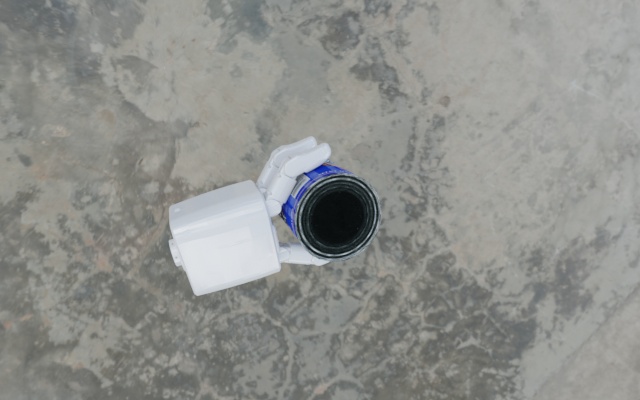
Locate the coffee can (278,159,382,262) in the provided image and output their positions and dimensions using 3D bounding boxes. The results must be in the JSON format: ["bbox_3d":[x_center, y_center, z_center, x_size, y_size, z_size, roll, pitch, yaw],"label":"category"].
[{"bbox_3d":[0.000,0.002,0.589,0.103,0.103,0.140,0,15,-18],"label":"coffee can"}]
